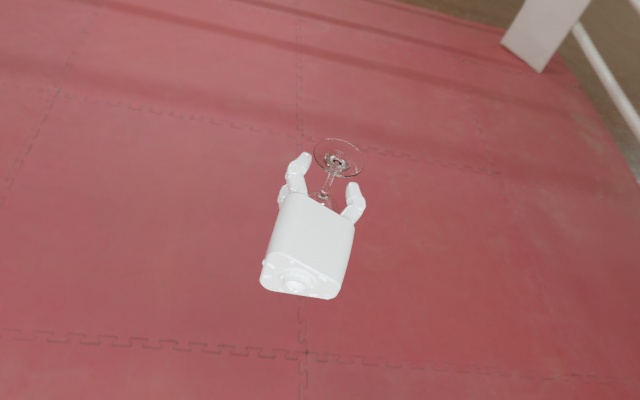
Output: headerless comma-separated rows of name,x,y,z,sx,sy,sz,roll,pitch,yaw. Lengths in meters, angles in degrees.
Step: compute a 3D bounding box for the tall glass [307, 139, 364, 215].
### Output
tall glass,0.000,0.002,0.739,0.079,0.079,0.201,0,-39,-19
